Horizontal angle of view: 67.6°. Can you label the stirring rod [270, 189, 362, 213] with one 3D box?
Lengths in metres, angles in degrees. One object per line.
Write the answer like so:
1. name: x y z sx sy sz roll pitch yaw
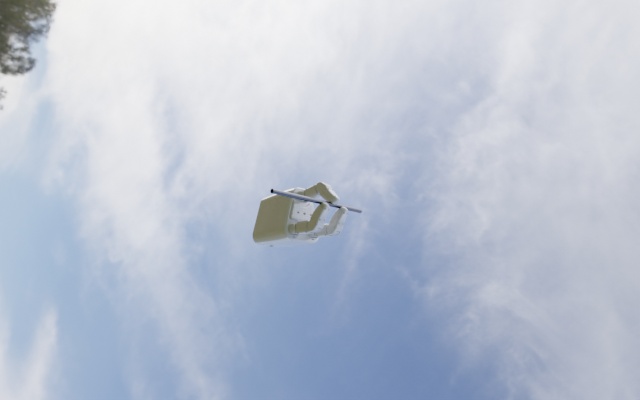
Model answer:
1. stirring rod: 0.000 0.003 0.881 0.011 0.011 0.239 0 -9 43
